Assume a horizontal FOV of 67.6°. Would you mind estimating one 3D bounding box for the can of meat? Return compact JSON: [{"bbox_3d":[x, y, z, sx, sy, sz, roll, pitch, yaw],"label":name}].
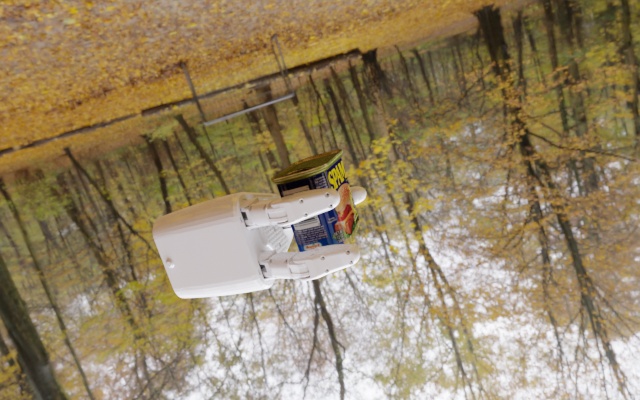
[{"bbox_3d":[0.000,0.002,0.481,0.057,0.084,0.102,-14,12,17],"label":"can of meat"}]
